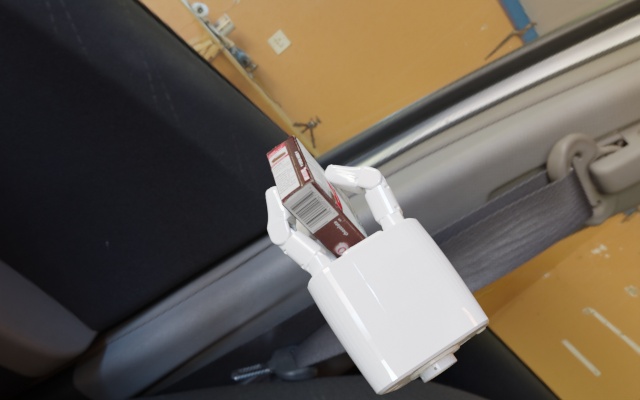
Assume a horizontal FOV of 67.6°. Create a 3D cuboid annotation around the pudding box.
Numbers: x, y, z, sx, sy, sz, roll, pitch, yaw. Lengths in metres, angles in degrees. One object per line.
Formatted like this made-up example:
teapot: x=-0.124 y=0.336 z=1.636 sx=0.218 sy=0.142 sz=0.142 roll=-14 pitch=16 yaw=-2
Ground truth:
pudding box: x=0.000 y=0.001 z=0.469 sx=0.039 sy=0.113 sz=0.090 roll=-35 pitch=36 yaw=8
